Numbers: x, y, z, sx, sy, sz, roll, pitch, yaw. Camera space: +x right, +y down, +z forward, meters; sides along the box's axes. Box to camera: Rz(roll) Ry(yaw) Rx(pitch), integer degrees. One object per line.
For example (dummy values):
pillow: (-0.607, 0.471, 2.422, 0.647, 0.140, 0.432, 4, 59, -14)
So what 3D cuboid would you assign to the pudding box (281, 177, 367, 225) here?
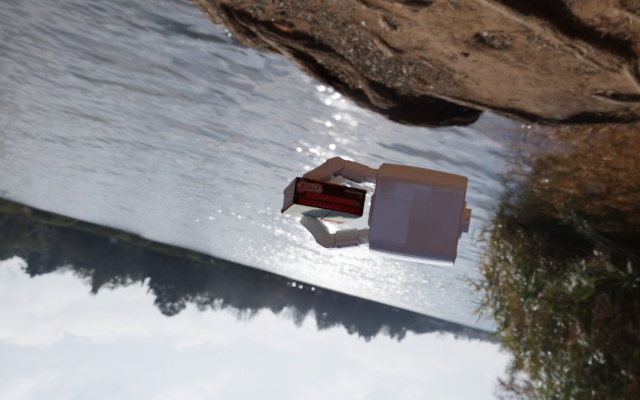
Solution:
pudding box: (0.000, 0.002, 0.621, 0.090, 0.039, 0.113, 12, -12, -11)
